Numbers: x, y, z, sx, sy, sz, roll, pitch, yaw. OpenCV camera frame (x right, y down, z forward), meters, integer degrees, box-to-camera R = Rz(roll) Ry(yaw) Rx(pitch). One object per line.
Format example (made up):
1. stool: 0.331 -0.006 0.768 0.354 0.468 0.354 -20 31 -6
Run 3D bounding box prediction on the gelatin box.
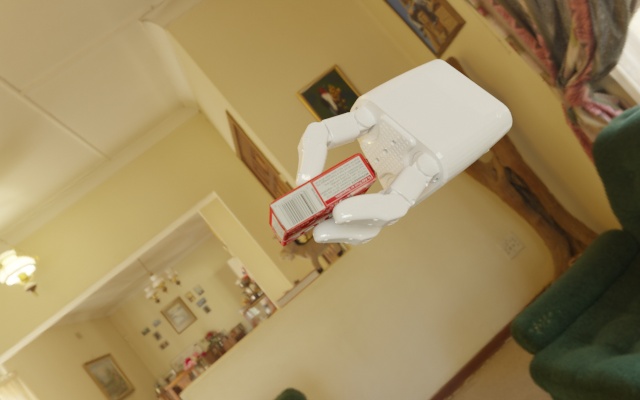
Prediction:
1. gelatin box: 0.000 0.001 0.409 0.089 0.030 0.073 -30 -8 -13
